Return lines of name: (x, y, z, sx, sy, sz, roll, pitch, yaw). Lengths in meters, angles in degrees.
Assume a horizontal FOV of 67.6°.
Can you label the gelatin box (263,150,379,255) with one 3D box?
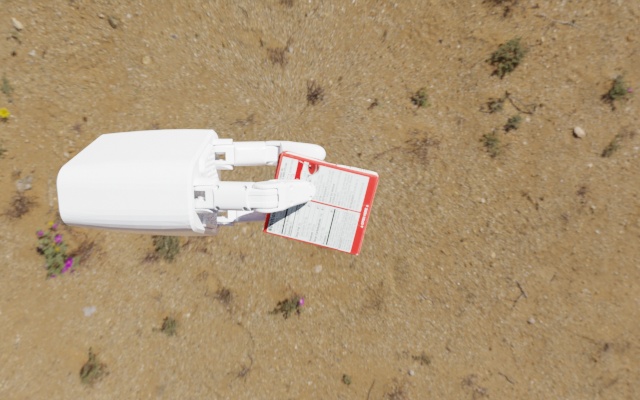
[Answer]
gelatin box: (0.000, 0.002, 0.423, 0.089, 0.073, 0.030, 14, 10, 3)
